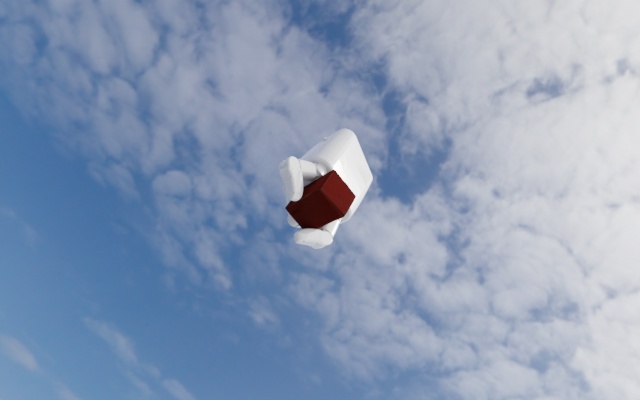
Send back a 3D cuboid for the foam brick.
[{"bbox_3d":[0.000,0.002,0.666,0.078,0.053,0.051,-27,18,41],"label":"foam brick"}]
